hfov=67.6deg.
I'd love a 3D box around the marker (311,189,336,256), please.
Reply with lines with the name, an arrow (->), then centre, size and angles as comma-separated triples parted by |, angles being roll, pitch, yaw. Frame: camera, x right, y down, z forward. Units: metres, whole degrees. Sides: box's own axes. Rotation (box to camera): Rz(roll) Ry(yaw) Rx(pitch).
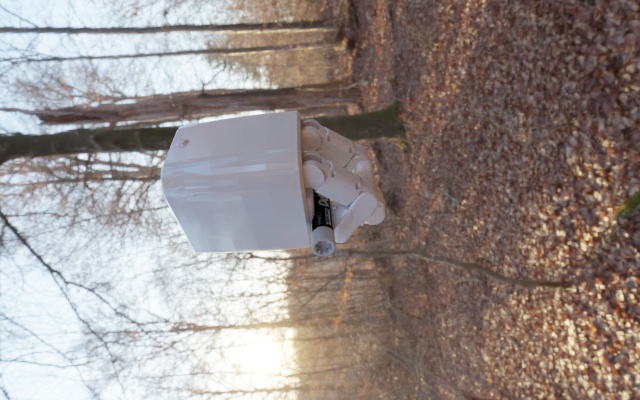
marker -> 0.000, 0.001, 0.414 | 0.020, 0.020, 0.121 | 0, 36, -3
